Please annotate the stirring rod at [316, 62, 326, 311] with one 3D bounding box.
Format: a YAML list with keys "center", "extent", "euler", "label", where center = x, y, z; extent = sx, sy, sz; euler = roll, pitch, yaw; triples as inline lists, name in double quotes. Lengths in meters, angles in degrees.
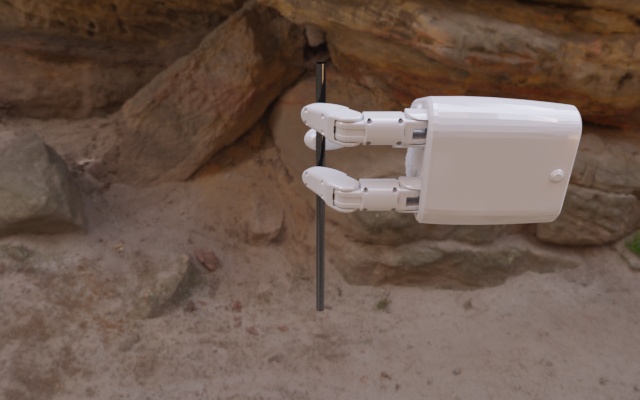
- center: [0.000, 0.001, 0.422]
  extent: [0.011, 0.240, 0.011]
  euler: [0, 27, 0]
  label: "stirring rod"
